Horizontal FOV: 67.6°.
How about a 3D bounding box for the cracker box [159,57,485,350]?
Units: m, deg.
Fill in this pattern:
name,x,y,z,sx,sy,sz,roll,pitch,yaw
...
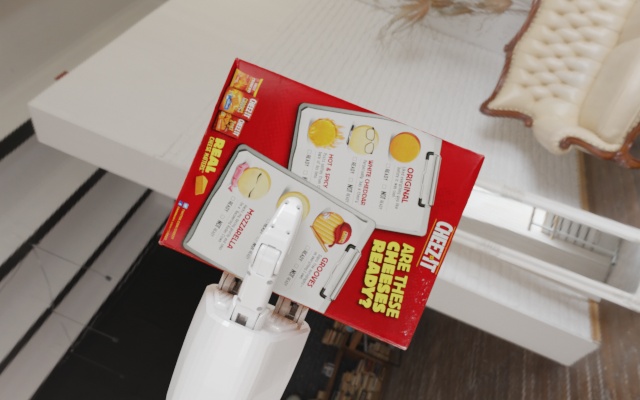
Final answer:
name,x,y,z,sx,sy,sz,roll,pitch,yaw
cracker box,0.000,0.001,0.403,0.213,0.164,0.072,22,0,3
